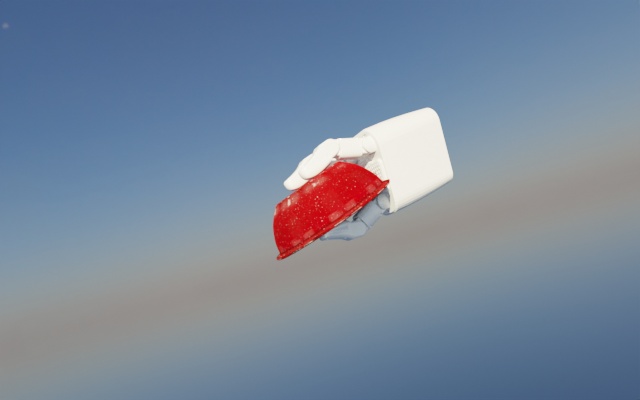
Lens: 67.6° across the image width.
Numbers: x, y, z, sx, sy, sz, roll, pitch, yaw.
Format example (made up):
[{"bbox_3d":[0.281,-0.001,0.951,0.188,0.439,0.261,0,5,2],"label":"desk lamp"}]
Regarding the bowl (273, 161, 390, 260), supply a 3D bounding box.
[{"bbox_3d":[-0.001,0.002,0.560,0.162,0.055,0.162,-35,2,2],"label":"bowl"}]
